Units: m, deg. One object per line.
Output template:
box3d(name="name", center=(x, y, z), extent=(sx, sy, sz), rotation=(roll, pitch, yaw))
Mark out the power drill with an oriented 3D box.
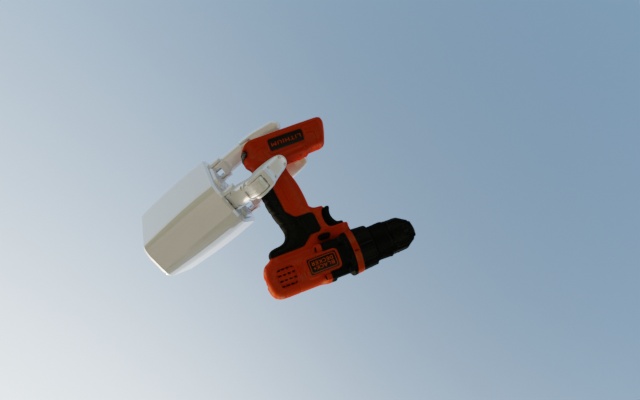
box3d(name="power drill", center=(0.000, 0.002, 0.559), extent=(0.184, 0.187, 0.057), rotation=(-20, -9, -11))
